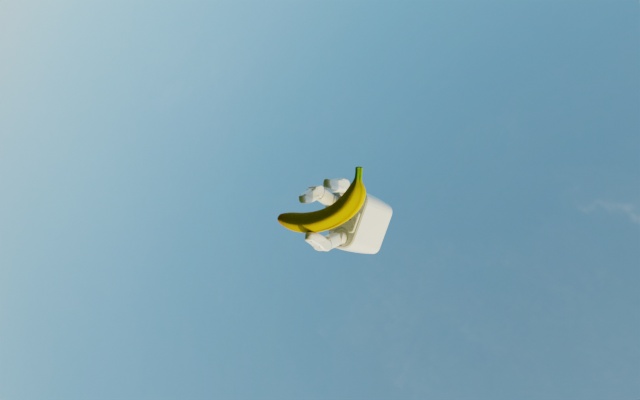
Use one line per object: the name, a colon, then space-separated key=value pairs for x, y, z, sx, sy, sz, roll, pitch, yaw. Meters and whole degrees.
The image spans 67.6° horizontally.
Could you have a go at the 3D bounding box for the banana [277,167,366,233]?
banana: x=0.008 y=0.018 z=0.818 sx=0.198 sy=0.069 sz=0.037 roll=-30 pitch=-26 yaw=30
